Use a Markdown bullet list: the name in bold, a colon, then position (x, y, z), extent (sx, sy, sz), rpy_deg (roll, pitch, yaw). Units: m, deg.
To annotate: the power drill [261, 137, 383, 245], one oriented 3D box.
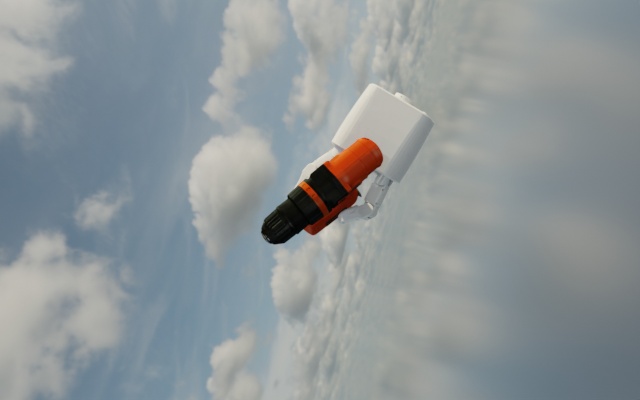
- **power drill**: position (0.000, 0.002, 0.666), extent (0.184, 0.057, 0.188), rpy_deg (-38, -5, -8)
